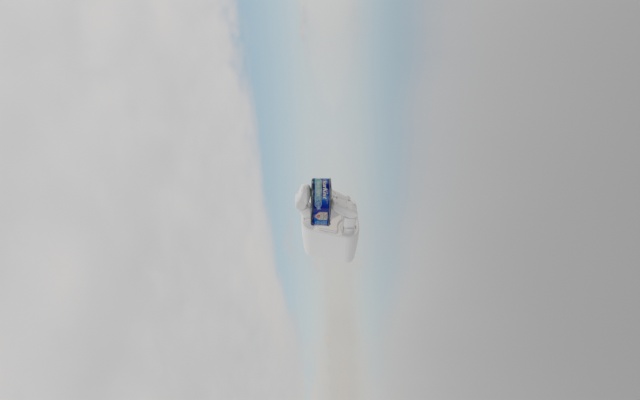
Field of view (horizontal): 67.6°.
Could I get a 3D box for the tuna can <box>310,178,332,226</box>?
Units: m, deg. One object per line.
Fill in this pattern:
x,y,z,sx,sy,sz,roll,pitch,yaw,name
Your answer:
0.000,0.003,0.842,0.034,0.086,0.086,1,0,-3,tuna can
